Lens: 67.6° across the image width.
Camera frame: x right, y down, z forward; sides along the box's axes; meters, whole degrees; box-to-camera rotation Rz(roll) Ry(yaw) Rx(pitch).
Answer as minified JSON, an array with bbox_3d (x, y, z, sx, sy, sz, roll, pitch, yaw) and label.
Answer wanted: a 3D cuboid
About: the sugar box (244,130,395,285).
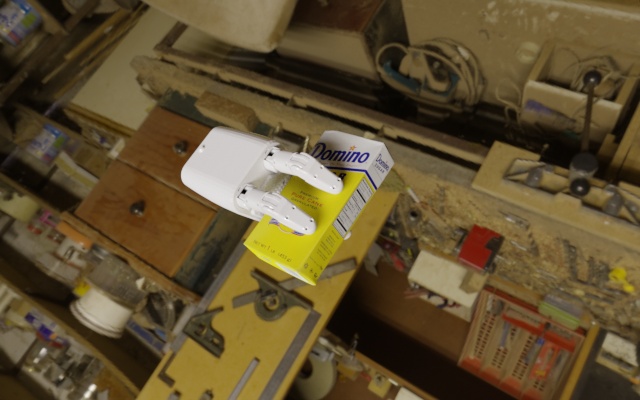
[{"bbox_3d":[0.000,0.002,0.549,0.093,0.176,0.048,20,-19,39],"label":"sugar box"}]
